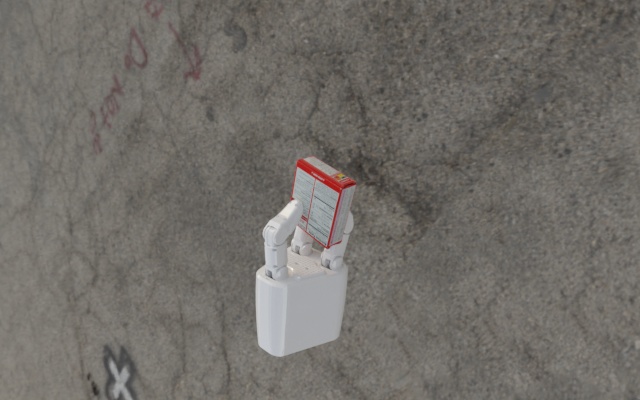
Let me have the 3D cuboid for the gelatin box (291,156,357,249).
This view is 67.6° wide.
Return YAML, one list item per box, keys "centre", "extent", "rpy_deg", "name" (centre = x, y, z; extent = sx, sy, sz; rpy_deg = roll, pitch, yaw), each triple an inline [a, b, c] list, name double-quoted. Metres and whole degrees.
- centre: [0.000, 0.002, 0.571]
  extent: [0.073, 0.089, 0.030]
  rpy_deg: [34, 39, 32]
  name: "gelatin box"
